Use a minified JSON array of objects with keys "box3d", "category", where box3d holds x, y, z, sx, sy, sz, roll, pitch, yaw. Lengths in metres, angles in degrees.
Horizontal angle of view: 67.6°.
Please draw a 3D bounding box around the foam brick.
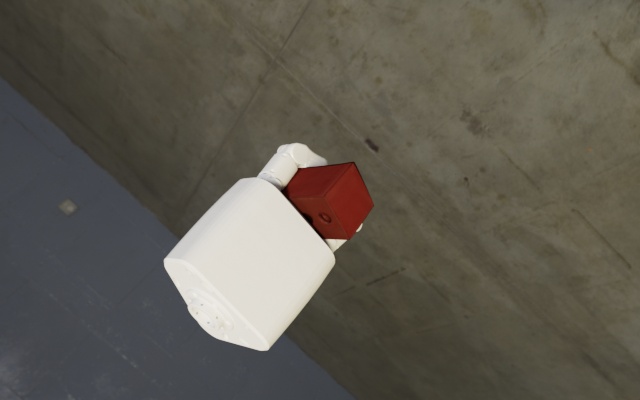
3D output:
[{"box3d":[0.000,0.001,0.449,0.078,0.053,0.051,-3,37,42],"category":"foam brick"}]
